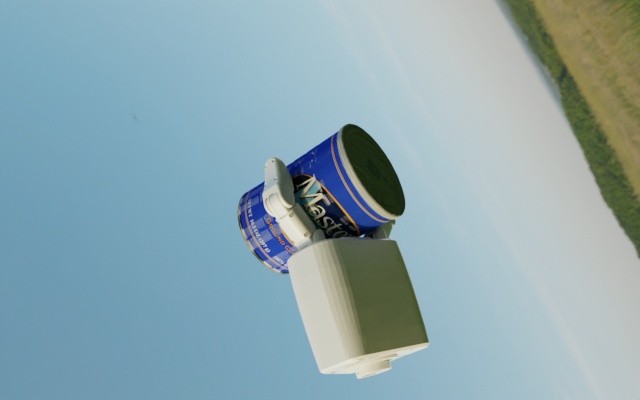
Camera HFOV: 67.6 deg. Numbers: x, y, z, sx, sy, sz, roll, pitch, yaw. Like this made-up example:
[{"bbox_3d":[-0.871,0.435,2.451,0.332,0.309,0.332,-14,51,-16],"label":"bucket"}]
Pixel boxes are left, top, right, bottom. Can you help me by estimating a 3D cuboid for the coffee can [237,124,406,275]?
[{"bbox_3d":[0.000,0.001,0.490,0.140,0.102,0.103,-31,-16,27],"label":"coffee can"}]
